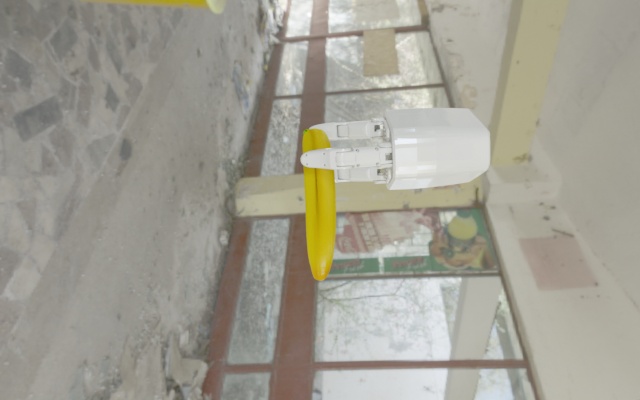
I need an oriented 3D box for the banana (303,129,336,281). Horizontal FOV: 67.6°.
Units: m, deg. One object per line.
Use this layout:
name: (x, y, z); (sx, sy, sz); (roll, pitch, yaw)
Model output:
banana: (0.000, -0.006, 0.570); (0.037, 0.197, 0.070); (-3, -15, 0)
